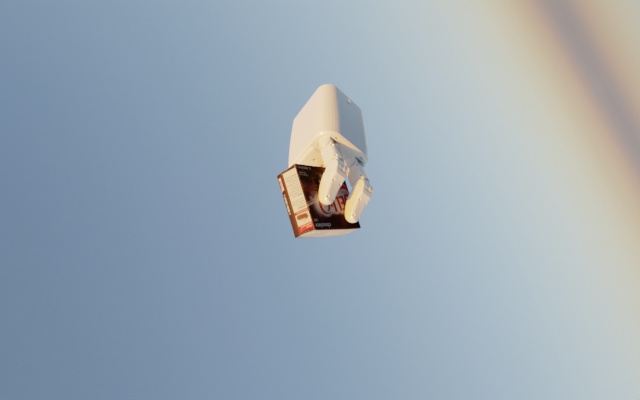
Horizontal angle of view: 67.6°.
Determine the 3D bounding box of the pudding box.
[{"bbox_3d":[0.000,0.002,0.637,0.039,0.090,0.113,-28,-17,34],"label":"pudding box"}]
